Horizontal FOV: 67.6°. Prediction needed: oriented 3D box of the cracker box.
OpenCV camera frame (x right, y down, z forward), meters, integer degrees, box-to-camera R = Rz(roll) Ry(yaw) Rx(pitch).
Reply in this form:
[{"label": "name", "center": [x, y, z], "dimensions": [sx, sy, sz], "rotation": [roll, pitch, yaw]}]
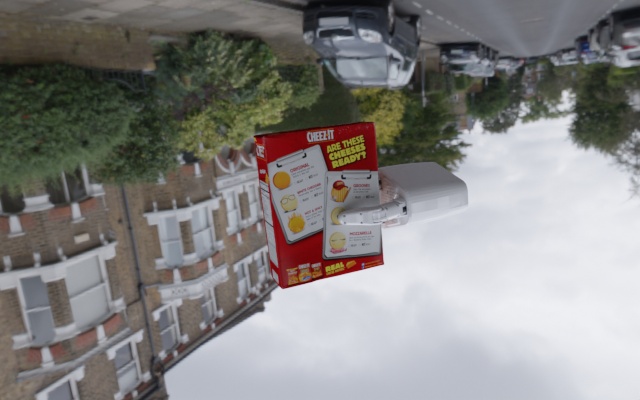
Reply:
[{"label": "cracker box", "center": [0.000, 0.002, 0.688], "dimensions": [0.164, 0.214, 0.072], "rotation": [-10, 13, -20]}]
